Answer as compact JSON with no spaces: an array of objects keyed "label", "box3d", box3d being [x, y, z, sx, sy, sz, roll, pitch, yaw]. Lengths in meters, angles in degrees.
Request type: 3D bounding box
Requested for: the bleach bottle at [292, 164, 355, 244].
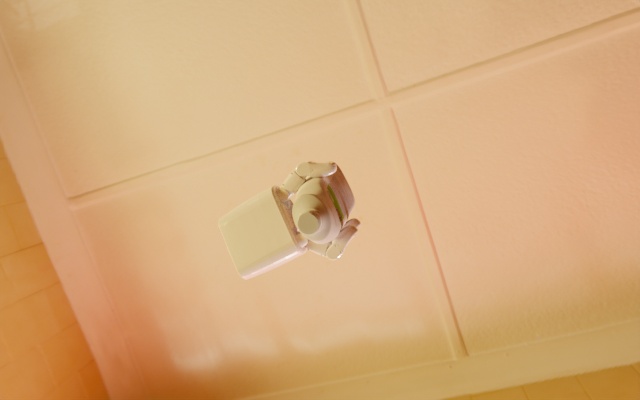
[{"label":"bleach bottle","box3d":[0.000,0.002,0.727,0.068,0.102,0.251,-28,4,13]}]
